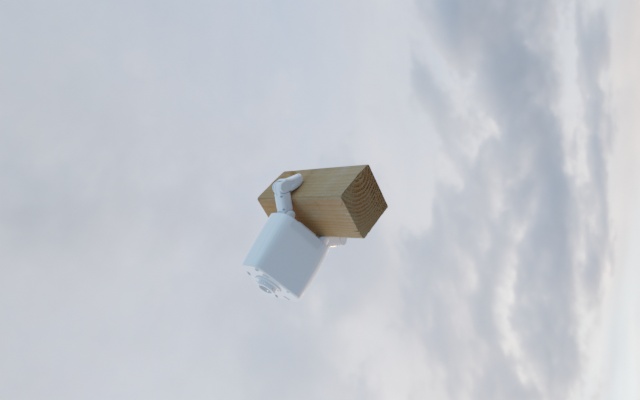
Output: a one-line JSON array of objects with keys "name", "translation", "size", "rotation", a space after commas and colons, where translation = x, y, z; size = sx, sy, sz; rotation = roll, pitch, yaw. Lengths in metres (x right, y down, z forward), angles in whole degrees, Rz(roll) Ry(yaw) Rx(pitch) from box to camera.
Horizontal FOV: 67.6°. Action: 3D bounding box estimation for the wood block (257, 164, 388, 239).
[{"name": "wood block", "translation": [0.000, 0.003, 0.838], "size": [0.206, 0.091, 0.090], "rotation": [-1, 37, 44]}]
